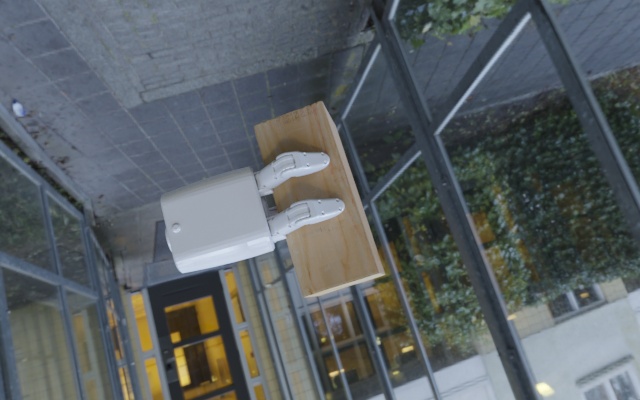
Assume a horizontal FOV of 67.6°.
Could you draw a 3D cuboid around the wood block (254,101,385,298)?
[{"bbox_3d":[0.000,0.002,0.571,0.090,0.206,0.091,-19,-13,7],"label":"wood block"}]
